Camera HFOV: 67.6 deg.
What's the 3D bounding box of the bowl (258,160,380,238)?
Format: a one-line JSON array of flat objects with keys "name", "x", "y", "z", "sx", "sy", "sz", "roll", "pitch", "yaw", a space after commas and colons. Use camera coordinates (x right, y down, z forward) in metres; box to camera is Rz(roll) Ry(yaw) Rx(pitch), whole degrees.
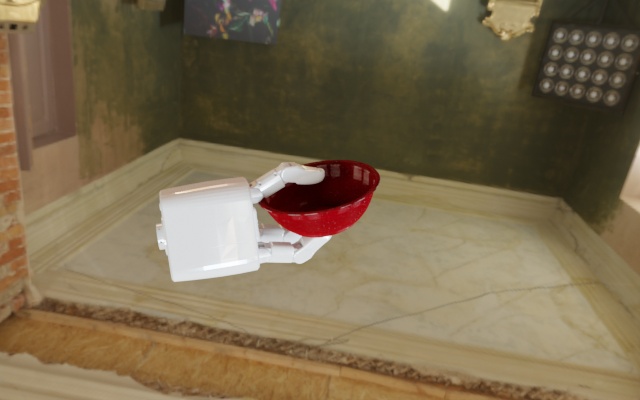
[{"name": "bowl", "x": 0.001, "y": 0.002, "z": 0.625, "sx": 0.162, "sy": 0.055, "sz": 0.162, "roll": -9, "pitch": 26, "yaw": 4}]
